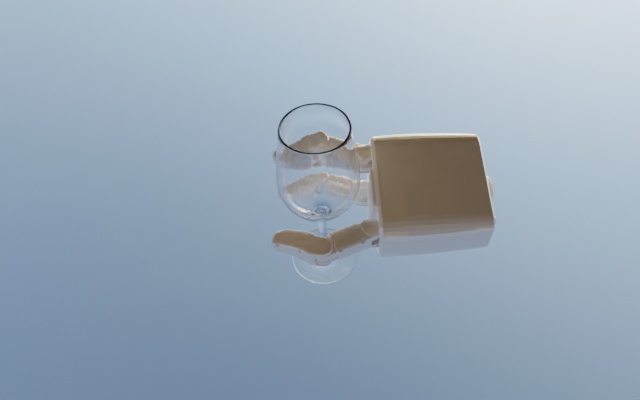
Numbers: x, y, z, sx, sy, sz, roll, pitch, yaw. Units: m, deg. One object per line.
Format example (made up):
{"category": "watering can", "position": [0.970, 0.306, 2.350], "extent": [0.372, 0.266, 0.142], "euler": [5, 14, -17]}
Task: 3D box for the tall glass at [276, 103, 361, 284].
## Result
{"category": "tall glass", "position": [0.000, 0.002, 0.470], "extent": [0.079, 0.079, 0.201], "euler": [0, -38, 4]}
